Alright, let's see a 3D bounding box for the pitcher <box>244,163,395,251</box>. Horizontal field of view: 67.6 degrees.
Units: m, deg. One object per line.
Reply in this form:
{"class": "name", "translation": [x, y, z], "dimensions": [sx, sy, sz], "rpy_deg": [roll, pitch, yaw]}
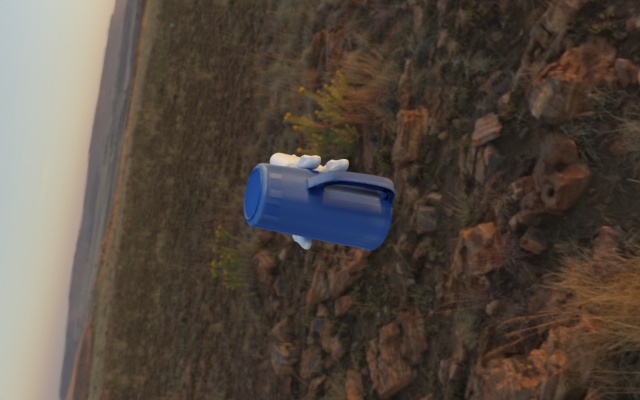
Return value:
{"class": "pitcher", "translation": [0.000, 0.003, 0.832], "dimensions": [0.243, 0.149, 0.145], "rpy_deg": [10, 14, -24]}
